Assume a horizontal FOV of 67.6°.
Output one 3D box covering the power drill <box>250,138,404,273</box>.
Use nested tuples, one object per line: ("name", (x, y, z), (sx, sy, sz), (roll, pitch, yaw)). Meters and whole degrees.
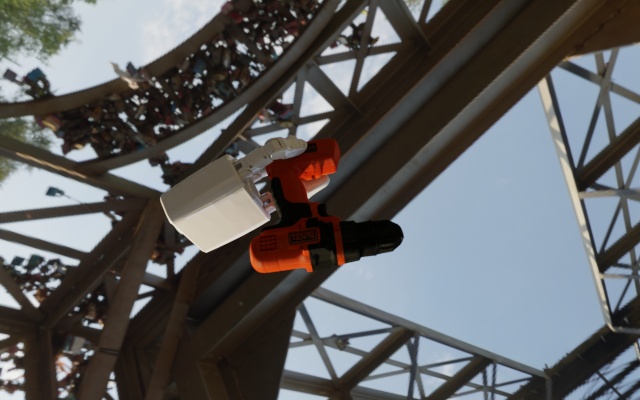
("power drill", (0.000, 0.002, 0.615), (0.184, 0.187, 0.057), (-7, -42, -1))
